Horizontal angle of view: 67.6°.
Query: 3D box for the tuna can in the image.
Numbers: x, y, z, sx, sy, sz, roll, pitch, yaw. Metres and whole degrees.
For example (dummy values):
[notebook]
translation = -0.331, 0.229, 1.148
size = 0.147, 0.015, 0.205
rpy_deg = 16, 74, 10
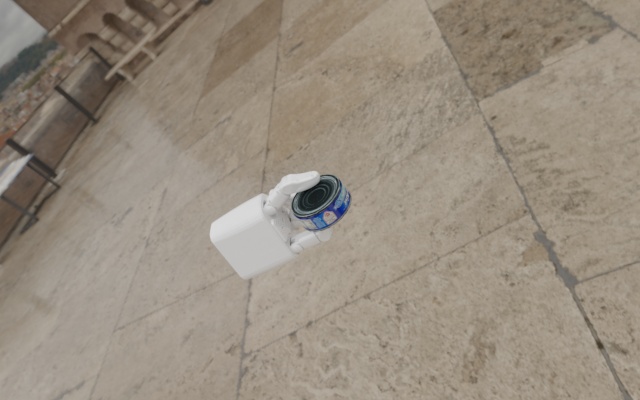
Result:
[tuna can]
translation = 0.000, 0.002, 0.698
size = 0.086, 0.086, 0.034
rpy_deg = 0, -41, 42
